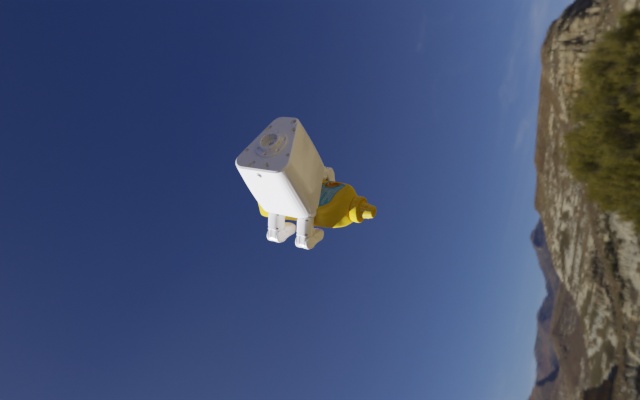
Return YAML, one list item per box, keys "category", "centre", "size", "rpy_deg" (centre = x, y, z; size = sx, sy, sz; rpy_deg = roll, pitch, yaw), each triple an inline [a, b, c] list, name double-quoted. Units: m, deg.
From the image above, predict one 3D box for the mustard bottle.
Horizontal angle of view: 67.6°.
- category: "mustard bottle"
  centre: [0.000, 0.003, 0.775]
  size: [0.191, 0.058, 0.096]
  rpy_deg: [10, 34, 30]
